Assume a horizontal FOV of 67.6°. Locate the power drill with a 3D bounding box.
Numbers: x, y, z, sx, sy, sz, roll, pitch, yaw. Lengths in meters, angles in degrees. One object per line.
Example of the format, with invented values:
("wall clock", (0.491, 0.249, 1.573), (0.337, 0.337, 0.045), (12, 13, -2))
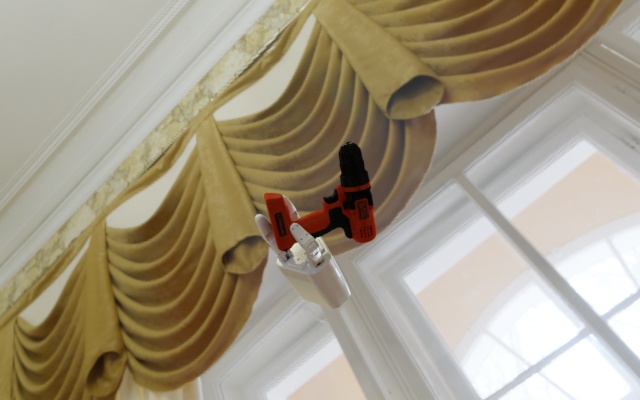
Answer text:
("power drill", (0.000, 0.003, 0.835), (0.187, 0.184, 0.057), (-13, 14, -6))
